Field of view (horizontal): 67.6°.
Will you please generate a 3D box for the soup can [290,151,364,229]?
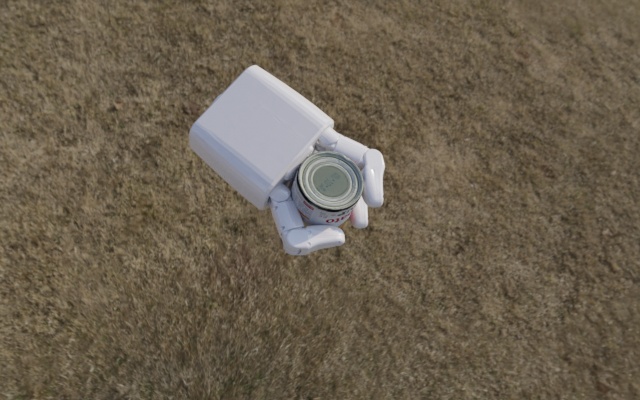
[{"bbox_3d":[0.000,0.002,0.500,0.068,0.068,0.102,0,-26,-13],"label":"soup can"}]
